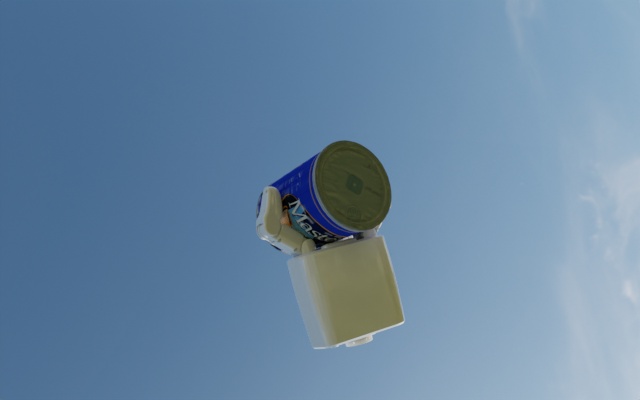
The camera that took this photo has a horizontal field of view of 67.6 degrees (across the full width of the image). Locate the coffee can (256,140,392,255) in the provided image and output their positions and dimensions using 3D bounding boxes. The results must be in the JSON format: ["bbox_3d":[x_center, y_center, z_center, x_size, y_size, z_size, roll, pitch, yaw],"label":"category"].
[{"bbox_3d":[0.000,0.002,0.569,0.103,0.102,0.140,0,-16,-34],"label":"coffee can"}]
